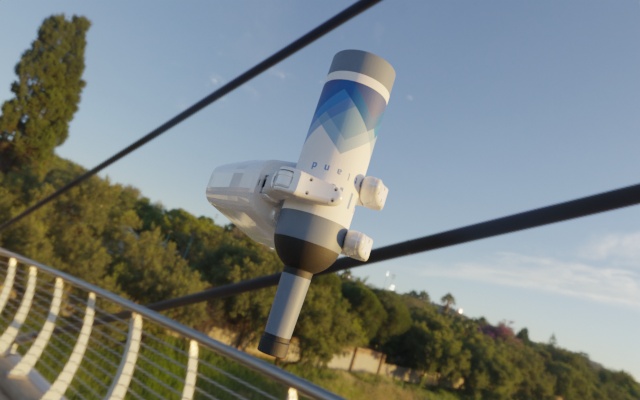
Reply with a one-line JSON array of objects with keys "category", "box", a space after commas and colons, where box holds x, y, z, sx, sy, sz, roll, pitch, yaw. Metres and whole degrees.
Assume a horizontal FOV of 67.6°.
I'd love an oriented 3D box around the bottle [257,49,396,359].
[{"category": "bottle", "box": [0.000, 0.001, 0.460, 0.069, 0.295, 0.069, 17, -11, 4]}]
